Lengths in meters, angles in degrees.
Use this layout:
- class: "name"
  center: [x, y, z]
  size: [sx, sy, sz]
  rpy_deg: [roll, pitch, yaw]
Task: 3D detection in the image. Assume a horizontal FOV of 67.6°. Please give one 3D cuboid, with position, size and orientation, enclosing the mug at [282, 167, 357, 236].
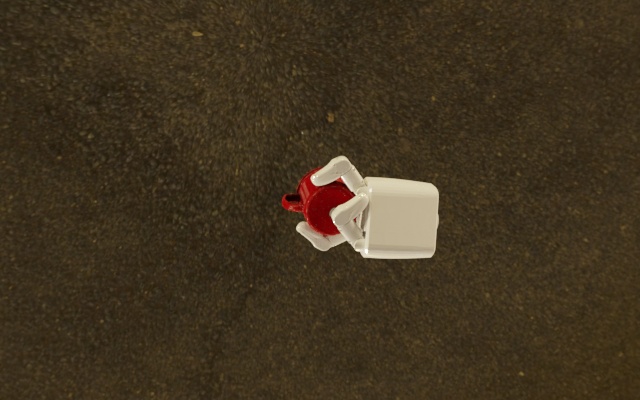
- class: "mug"
  center: [-0.001, 0.002, 0.729]
  size: [0.117, 0.093, 0.081]
  rpy_deg: [2, 18, -8]
